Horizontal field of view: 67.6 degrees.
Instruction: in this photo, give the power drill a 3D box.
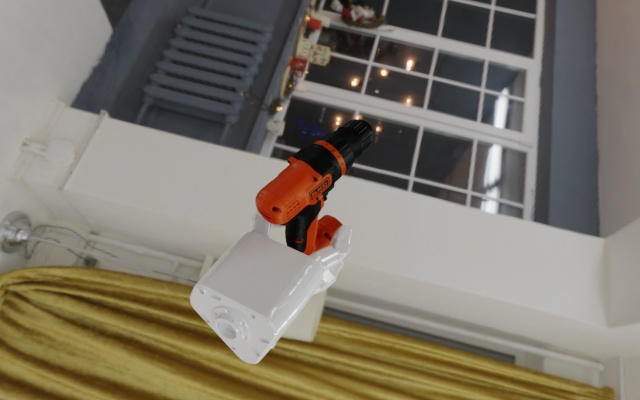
[{"bbox_3d":[0.000,0.003,0.621,0.057,0.188,0.184,35,60,28],"label":"power drill"}]
